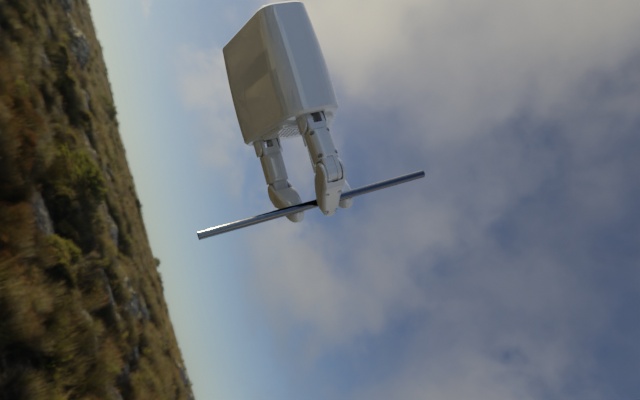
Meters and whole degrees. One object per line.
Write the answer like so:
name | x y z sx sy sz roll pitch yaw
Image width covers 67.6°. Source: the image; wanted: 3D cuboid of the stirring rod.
stirring rod | 0.000 0.001 0.465 0.239 0.011 0.011 -15 5 -21
